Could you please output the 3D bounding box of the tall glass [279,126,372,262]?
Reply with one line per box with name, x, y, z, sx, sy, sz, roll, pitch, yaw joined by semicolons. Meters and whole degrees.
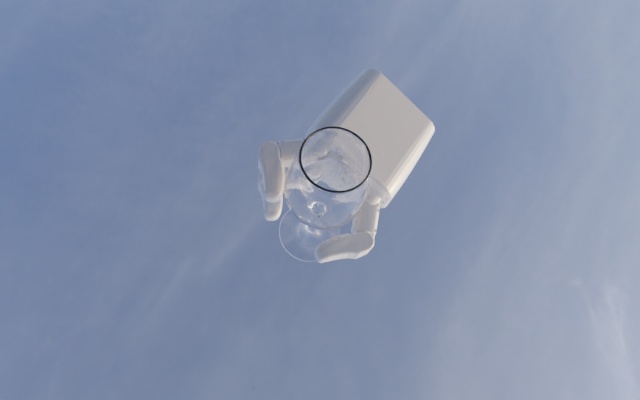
tall glass;0.000;0.002;0.486;0.079;0.079;0.201;0;-21;-8
